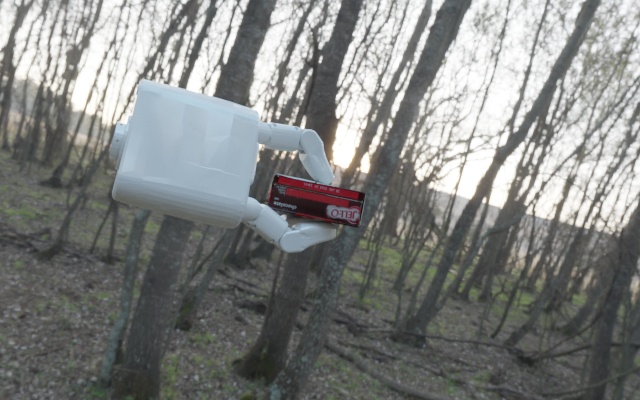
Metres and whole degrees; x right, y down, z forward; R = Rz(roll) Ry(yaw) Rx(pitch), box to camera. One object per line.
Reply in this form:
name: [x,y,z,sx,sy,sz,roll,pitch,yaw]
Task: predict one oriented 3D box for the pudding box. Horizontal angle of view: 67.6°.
pudding box: [0.000,0.001,0.495,0.090,0.039,0.113,13,1,5]
